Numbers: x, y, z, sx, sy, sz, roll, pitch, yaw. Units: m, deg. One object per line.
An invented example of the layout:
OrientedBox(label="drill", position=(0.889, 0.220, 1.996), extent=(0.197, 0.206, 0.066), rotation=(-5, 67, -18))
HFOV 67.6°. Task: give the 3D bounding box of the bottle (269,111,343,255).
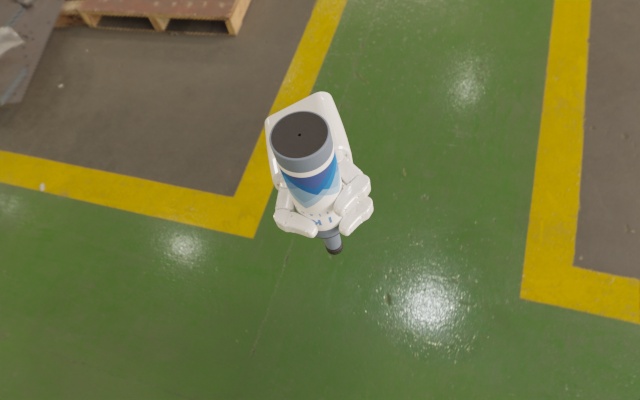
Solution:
OrientedBox(label="bottle", position=(0.000, 0.002, 0.633), extent=(0.069, 0.069, 0.296), rotation=(0, -29, 10))
